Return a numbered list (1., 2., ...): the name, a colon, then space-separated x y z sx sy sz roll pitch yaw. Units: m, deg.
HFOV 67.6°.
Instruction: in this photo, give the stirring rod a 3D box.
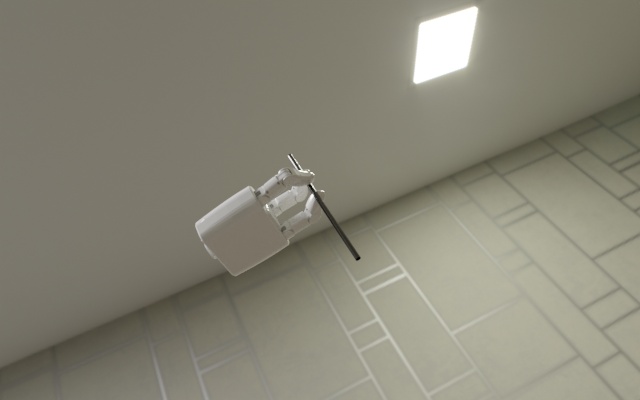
1. stirring rod: 0.000 0.002 0.735 0.011 0.011 0.239 0 41 -35
